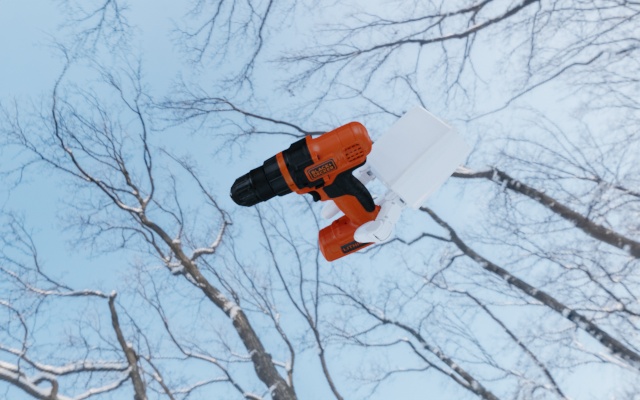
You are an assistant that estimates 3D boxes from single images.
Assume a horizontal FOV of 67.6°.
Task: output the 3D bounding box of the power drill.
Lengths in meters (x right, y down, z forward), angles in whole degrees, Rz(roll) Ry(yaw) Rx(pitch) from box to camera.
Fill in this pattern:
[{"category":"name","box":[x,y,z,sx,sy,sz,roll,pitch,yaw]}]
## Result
[{"category":"power drill","box":[0.001,0.002,0.623,0.184,0.057,0.188,-23,-45,9]}]
